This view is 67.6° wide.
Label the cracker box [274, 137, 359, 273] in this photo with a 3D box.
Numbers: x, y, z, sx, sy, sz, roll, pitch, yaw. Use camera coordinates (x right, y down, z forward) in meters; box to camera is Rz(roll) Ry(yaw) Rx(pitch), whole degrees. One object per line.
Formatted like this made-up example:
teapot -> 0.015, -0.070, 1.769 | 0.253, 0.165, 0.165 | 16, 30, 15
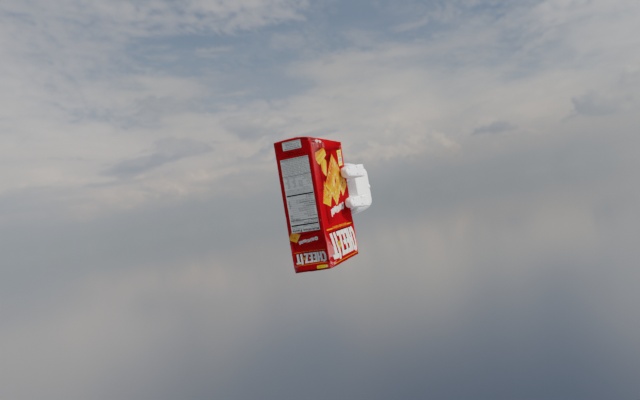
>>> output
cracker box -> 0.000, 0.003, 0.820 | 0.072, 0.213, 0.164 | -10, -1, 21
